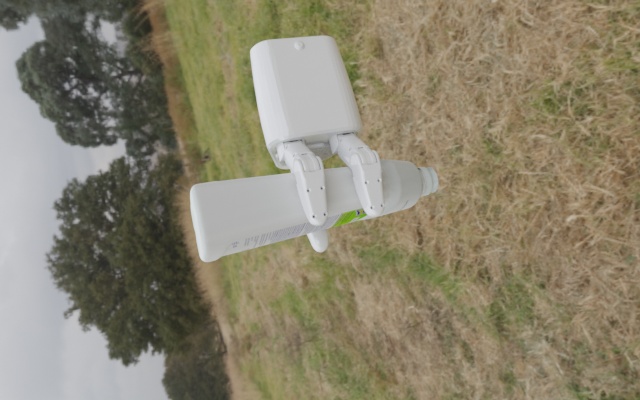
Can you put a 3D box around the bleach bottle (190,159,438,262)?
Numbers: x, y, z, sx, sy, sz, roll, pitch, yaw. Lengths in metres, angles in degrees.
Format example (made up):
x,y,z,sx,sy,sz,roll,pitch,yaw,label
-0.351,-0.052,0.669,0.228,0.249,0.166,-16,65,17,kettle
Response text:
x,y,z,sx,sy,sz,roll,pitch,yaw,label
0.000,0.002,0.486,0.251,0.068,0.102,-10,-12,-18,bleach bottle
